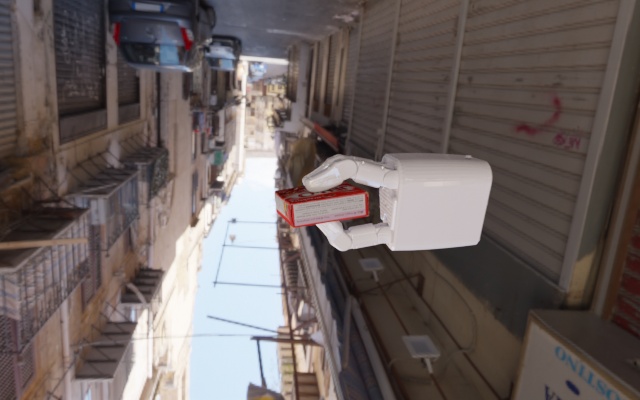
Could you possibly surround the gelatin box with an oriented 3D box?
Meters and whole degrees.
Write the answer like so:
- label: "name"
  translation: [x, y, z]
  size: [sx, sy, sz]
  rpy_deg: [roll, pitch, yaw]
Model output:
- label: "gelatin box"
  translation: [0.000, 0.002, 0.533]
  size: [0.089, 0.030, 0.073]
  rpy_deg: [-9, 15, -17]
